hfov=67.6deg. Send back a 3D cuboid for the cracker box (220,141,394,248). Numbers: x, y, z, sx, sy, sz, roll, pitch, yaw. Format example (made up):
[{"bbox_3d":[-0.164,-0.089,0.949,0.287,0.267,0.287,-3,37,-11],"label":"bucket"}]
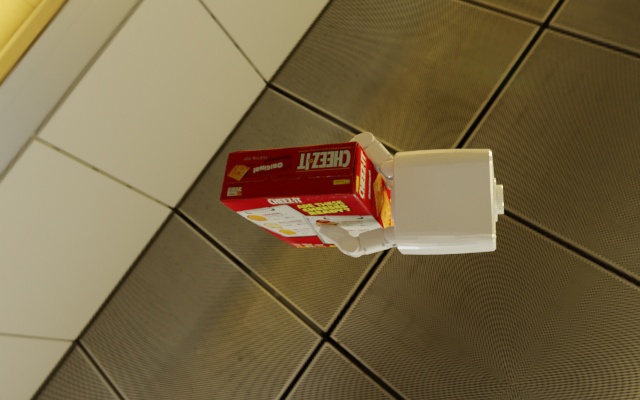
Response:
[{"bbox_3d":[0.000,0.002,0.614,0.164,0.072,0.214,-3,-21,21],"label":"cracker box"}]
